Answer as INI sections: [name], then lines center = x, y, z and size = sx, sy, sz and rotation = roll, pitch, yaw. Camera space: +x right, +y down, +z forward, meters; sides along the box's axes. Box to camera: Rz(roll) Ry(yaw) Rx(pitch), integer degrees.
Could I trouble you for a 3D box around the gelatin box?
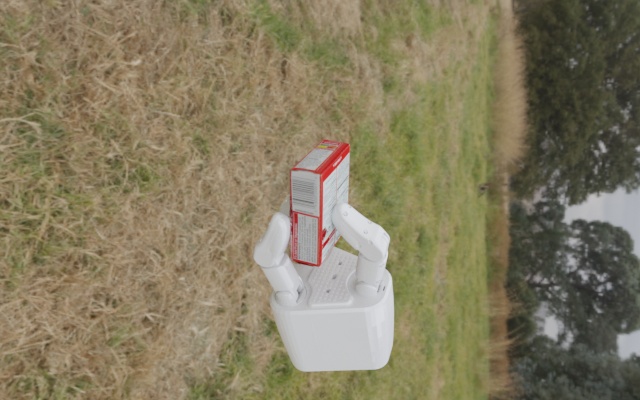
[gelatin box]
center = 0.000, 0.001, 0.413
size = 0.030, 0.089, 0.073
rotation = 11, 29, 18
